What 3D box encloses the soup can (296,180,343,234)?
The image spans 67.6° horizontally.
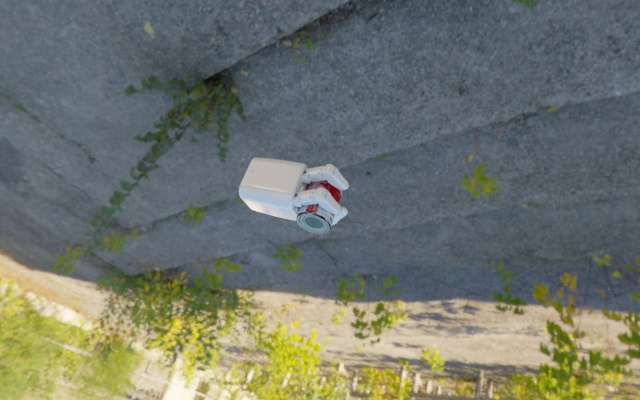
[{"bbox_3d":[0.001,0.003,0.897,0.068,0.102,0.069,13,-33,9],"label":"soup can"}]
